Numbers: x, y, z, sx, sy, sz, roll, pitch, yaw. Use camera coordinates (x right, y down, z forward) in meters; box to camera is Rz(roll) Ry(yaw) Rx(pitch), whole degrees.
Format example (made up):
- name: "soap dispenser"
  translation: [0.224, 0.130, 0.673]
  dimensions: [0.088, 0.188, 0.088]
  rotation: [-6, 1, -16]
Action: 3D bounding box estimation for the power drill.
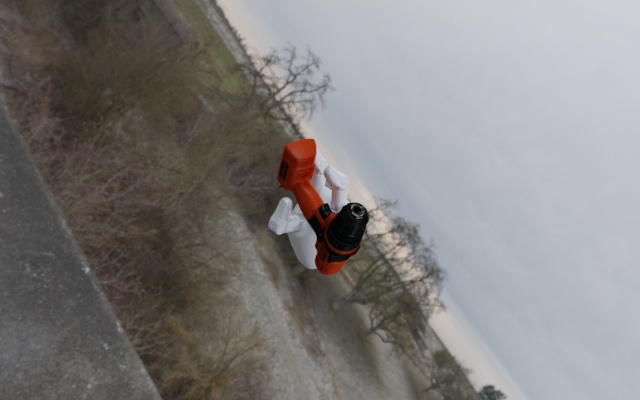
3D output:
- name: "power drill"
  translation: [0.000, 0.002, 0.711]
  dimensions: [0.057, 0.187, 0.184]
  rotation: [-15, -26, -23]
